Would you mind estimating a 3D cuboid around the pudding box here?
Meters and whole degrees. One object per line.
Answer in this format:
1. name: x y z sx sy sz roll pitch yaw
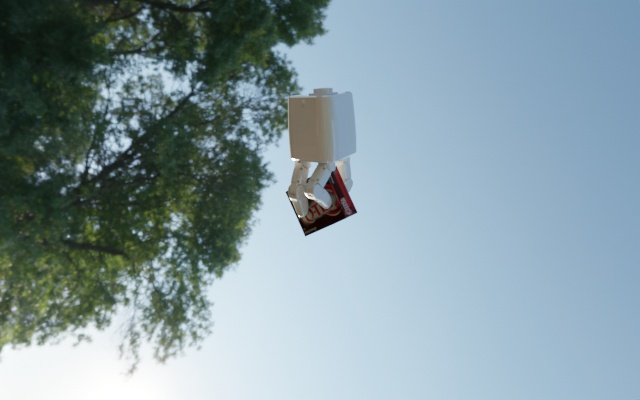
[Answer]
1. pudding box: 0.000 0.003 0.830 0.039 0.090 0.113 -19 -6 -44
